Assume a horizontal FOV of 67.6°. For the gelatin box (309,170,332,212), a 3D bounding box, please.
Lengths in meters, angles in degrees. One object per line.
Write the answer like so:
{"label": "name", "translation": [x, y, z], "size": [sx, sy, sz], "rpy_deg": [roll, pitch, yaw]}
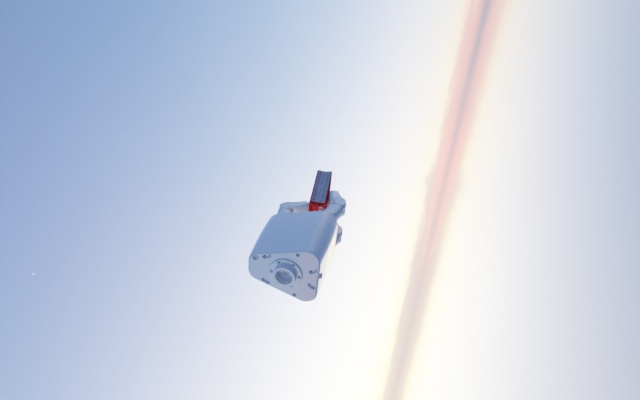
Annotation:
{"label": "gelatin box", "translation": [0.000, 0.002, 0.830], "size": [0.030, 0.073, 0.089], "rpy_deg": [8, 43, 4]}
